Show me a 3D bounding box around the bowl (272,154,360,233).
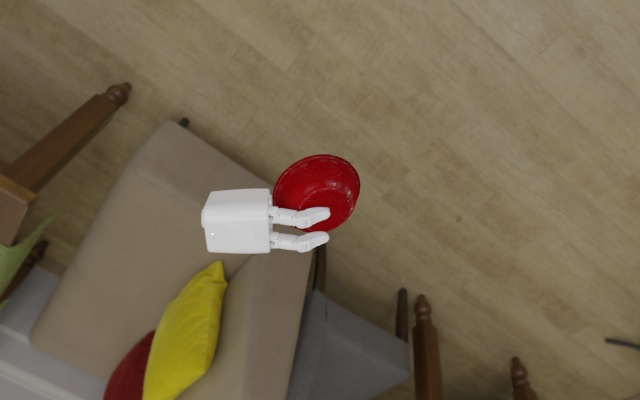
[{"bbox_3d":[0.002,0.003,0.825,0.162,0.162,0.055,0,35,-18],"label":"bowl"}]
